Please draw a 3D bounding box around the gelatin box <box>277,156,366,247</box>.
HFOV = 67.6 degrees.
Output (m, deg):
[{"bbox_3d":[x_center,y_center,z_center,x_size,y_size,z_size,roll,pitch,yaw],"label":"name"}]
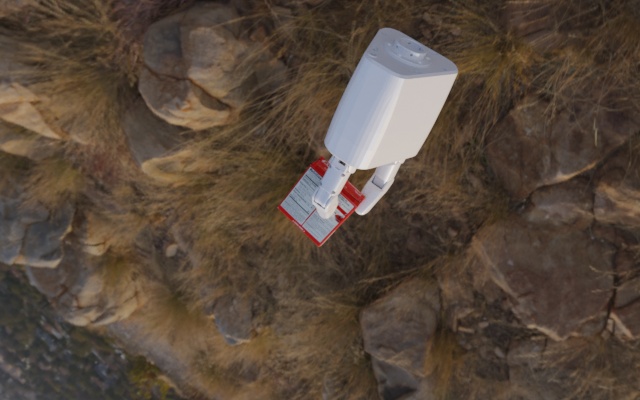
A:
[{"bbox_3d":[0.000,0.002,0.577,0.089,0.073,0.030,-49,-3,38],"label":"gelatin box"}]
